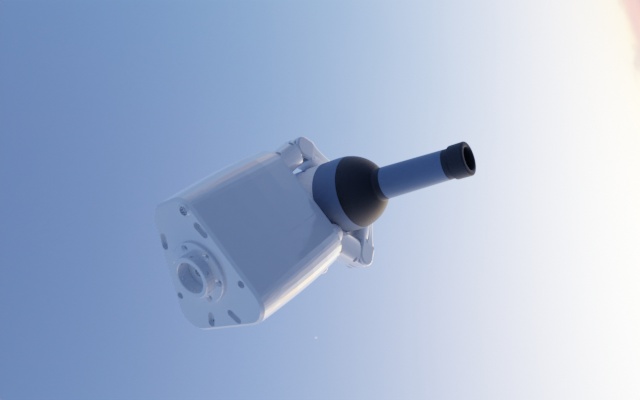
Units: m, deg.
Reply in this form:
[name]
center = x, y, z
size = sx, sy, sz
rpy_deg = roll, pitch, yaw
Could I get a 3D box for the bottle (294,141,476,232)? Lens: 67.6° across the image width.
[bottle]
center = 0.000, 0.001, 0.449
size = 0.296, 0.069, 0.069
rpy_deg = -17, -10, 38
